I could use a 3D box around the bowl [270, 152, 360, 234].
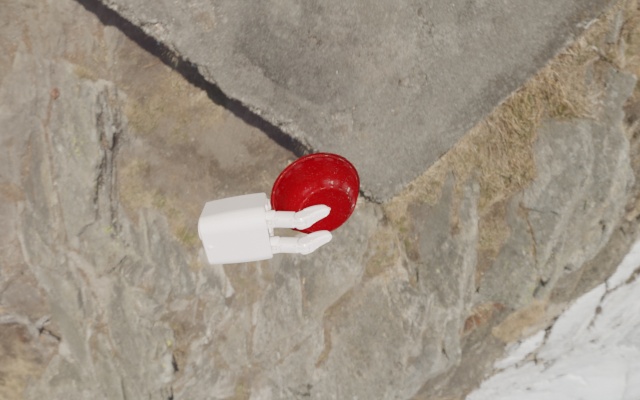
[{"bbox_3d":[0.001,0.002,0.801,0.162,0.162,0.055,0,33,-21],"label":"bowl"}]
